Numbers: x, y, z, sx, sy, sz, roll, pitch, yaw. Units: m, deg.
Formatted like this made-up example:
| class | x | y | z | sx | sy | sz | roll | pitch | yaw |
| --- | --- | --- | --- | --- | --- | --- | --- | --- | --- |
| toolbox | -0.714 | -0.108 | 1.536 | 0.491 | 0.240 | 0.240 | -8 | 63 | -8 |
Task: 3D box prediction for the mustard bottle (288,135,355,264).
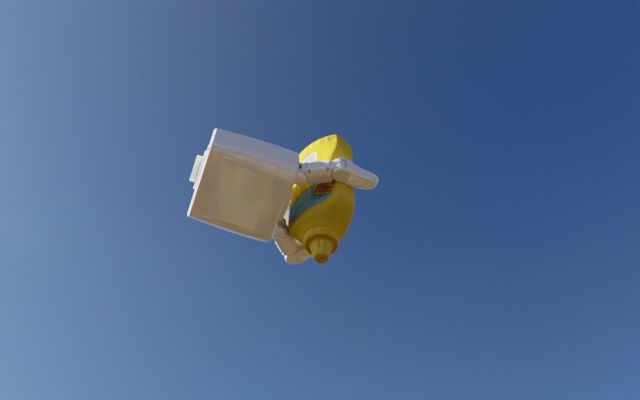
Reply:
| class | x | y | z | sx | sy | sz | roll | pitch | yaw |
| --- | --- | --- | --- | --- | --- | --- | --- | --- | --- |
| mustard bottle | 0.000 | 0.002 | 0.607 | 0.096 | 0.191 | 0.058 | -35 | -57 | 26 |
